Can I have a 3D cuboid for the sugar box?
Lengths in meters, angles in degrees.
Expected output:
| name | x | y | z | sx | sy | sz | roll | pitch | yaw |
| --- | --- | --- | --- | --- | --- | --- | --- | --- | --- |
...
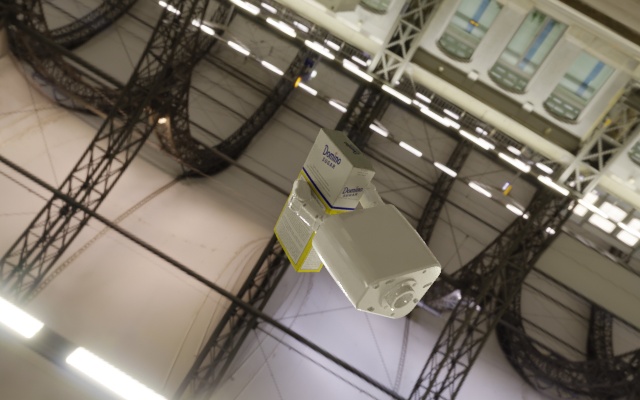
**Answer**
| name | x | y | z | sx | sy | sz | roll | pitch | yaw |
| --- | --- | --- | --- | --- | --- | --- | --- | --- | --- |
| sugar box | 0.001 | 0.002 | 0.643 | 0.048 | 0.176 | 0.093 | 7 | 34 | -38 |
